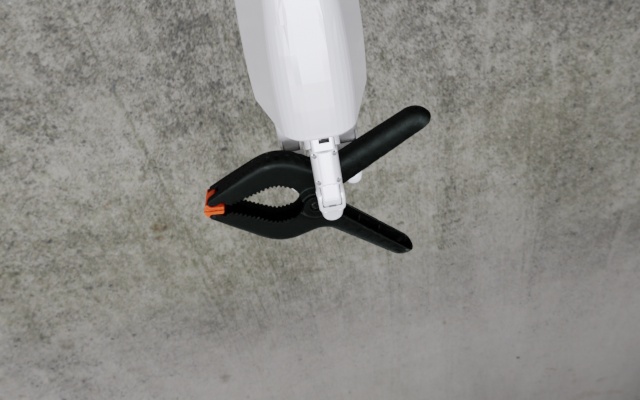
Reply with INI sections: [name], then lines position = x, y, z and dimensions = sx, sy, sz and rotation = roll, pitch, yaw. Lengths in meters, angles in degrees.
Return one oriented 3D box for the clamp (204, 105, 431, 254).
[clamp]
position = 0.000, 0.002, 0.451
dimensions = 0.210, 0.165, 0.036
rotation = -10, 37, 0
